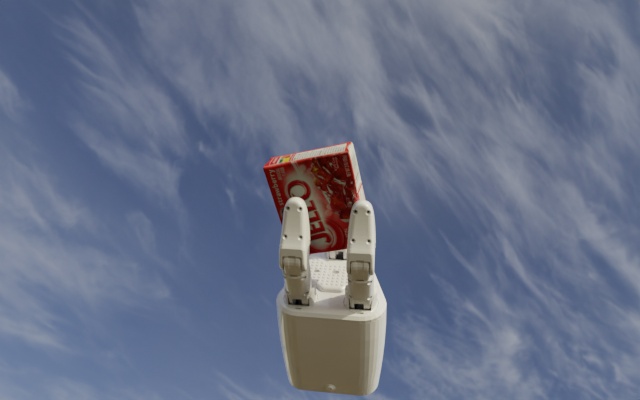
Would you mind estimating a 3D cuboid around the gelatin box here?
[{"bbox_3d":[0.000,0.001,0.407,0.073,0.089,0.030,-9,23,14],"label":"gelatin box"}]
